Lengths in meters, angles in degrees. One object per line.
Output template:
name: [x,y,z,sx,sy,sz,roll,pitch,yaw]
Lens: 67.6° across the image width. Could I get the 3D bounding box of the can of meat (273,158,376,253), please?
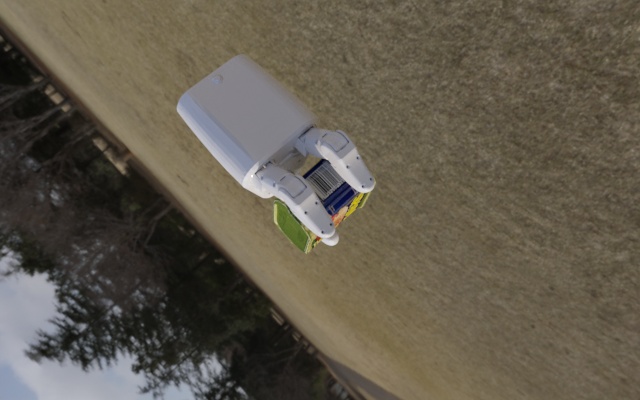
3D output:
can of meat: [0.000,0.002,0.477,0.084,0.057,0.102,-42,-10,-16]
